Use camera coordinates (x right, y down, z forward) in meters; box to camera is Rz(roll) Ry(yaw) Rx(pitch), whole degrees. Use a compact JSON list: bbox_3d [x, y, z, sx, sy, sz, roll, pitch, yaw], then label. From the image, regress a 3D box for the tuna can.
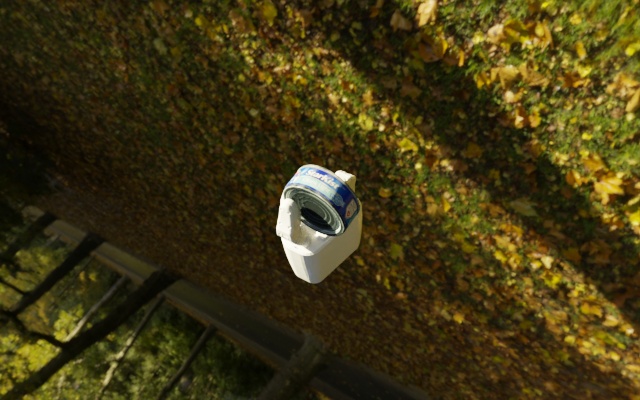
[{"bbox_3d":[0.000,0.002,0.546,0.086,0.033,0.086,28,-28,17],"label":"tuna can"}]
